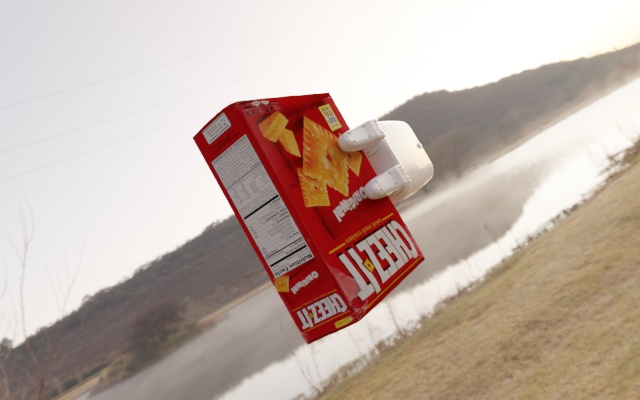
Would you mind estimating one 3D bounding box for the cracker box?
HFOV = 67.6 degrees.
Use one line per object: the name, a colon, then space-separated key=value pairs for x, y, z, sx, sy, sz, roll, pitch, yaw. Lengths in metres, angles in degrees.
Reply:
cracker box: x=0.000 y=0.001 z=0.469 sx=0.072 sy=0.213 sz=0.164 roll=-33 pitch=-6 yaw=34
